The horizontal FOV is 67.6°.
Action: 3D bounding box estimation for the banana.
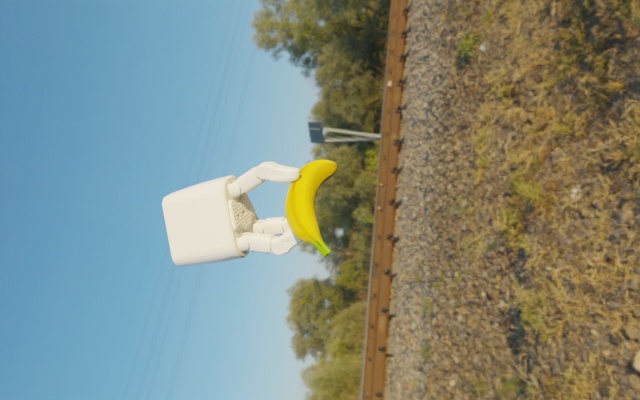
[{"bbox_3d":[-0.013,-0.007,0.655,0.037,0.197,0.070,-34,-61,30],"label":"banana"}]
